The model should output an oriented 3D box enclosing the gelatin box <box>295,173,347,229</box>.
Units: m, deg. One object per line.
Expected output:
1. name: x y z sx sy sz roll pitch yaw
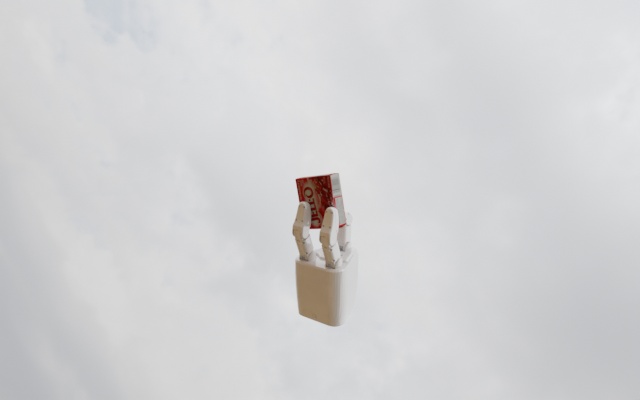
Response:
1. gelatin box: 0.000 0.002 0.788 0.073 0.089 0.030 -5 7 37
